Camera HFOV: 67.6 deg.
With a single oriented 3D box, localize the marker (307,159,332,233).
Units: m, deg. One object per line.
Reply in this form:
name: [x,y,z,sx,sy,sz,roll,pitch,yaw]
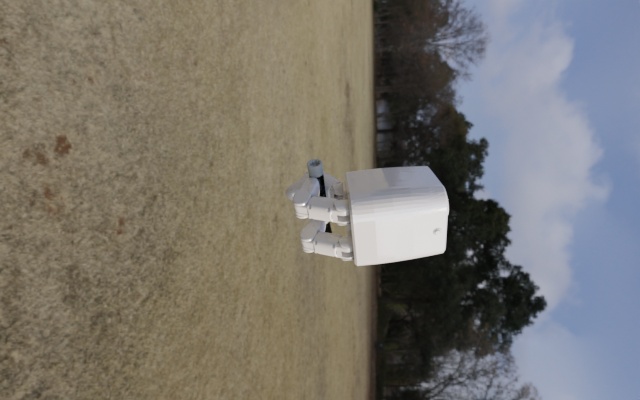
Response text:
marker: [0.000,0.002,0.608,0.020,0.121,0.020,-5,38,4]
